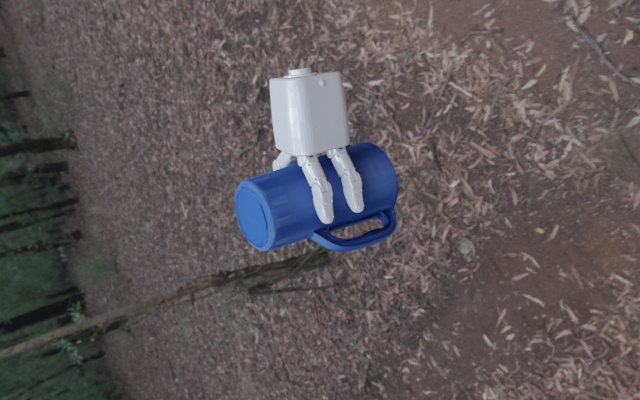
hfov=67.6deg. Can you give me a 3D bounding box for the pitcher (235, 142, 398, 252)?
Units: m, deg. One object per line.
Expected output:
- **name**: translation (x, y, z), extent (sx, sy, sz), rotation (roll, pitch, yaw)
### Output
- **pitcher**: translation (0.000, 0.002, 0.748), extent (0.243, 0.145, 0.149), rotation (-18, 22, -34)
